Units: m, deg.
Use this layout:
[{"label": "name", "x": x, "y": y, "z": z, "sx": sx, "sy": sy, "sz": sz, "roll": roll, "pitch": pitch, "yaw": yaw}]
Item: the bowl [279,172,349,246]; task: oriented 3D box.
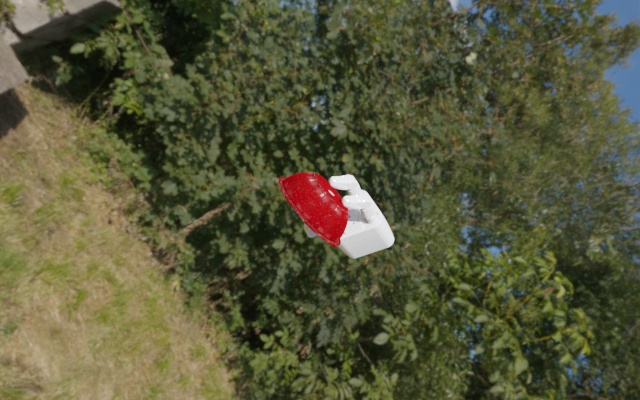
[{"label": "bowl", "x": 0.000, "y": 0.002, "z": 0.852, "sx": 0.055, "sy": 0.162, "sz": 0.162, "roll": -41, "pitch": -11, "yaw": 12}]
